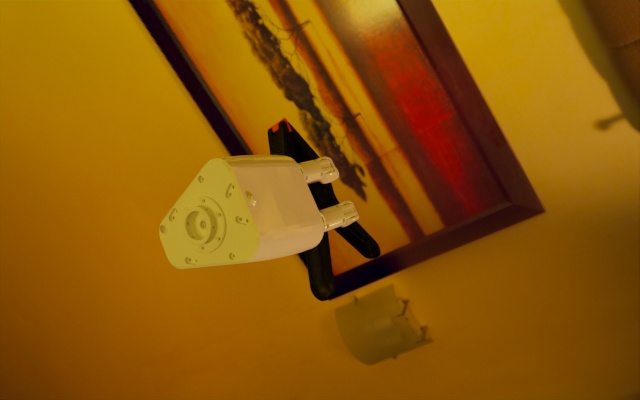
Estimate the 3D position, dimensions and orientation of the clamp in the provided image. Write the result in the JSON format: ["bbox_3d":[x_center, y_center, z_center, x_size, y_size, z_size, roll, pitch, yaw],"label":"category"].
[{"bbox_3d":[-0.001,0.002,0.567,0.036,0.210,0.164,-28,-10,27],"label":"clamp"}]
